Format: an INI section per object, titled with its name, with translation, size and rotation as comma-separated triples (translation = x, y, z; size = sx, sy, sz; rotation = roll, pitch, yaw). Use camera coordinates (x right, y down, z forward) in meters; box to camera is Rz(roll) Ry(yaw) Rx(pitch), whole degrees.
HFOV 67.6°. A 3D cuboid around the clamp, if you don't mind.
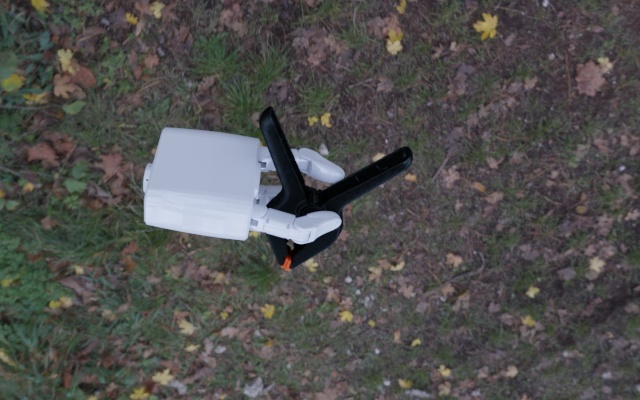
[clamp]
translation = 0.000, 0.003, 0.539
size = 0.164, 0.210, 0.036
rotation = 9, 38, -9
